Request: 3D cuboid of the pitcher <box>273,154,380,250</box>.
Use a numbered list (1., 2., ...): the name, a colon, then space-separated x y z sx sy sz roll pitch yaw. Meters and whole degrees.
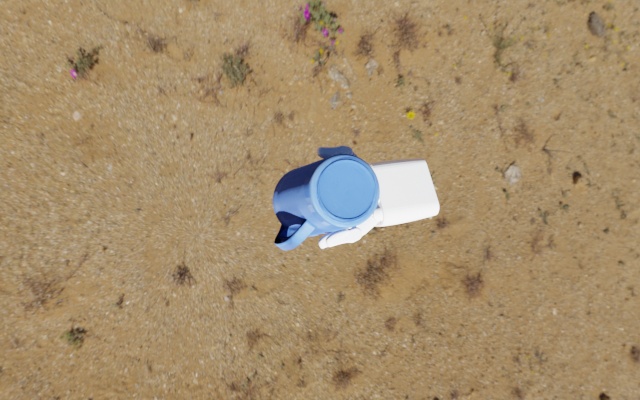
1. pitcher: 0.000 0.003 0.795 0.145 0.149 0.243 -7 -2 -16
